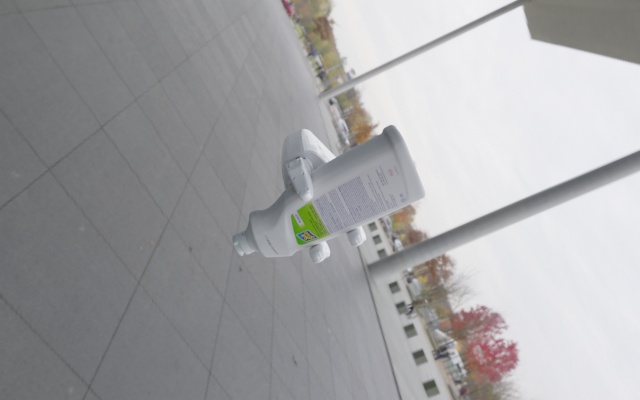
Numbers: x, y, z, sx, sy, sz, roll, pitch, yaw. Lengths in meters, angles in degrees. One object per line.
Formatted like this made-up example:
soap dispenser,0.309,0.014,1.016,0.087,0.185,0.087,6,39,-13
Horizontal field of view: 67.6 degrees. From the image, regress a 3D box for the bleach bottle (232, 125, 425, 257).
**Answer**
bleach bottle,0.000,0.002,0.613,0.251,0.103,0.068,-24,27,7
